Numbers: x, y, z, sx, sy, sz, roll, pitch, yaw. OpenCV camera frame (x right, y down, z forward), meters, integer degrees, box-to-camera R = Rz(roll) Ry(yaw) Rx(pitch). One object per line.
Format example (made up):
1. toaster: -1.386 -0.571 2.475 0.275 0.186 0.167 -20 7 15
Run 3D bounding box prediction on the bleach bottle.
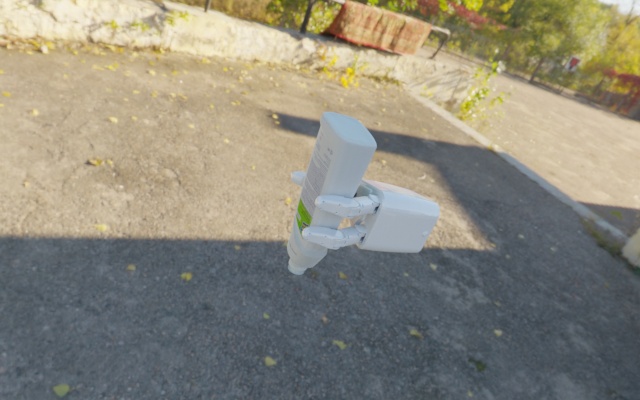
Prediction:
1. bleach bottle: 0.000 0.002 0.718 0.068 0.251 0.102 9 30 -24
